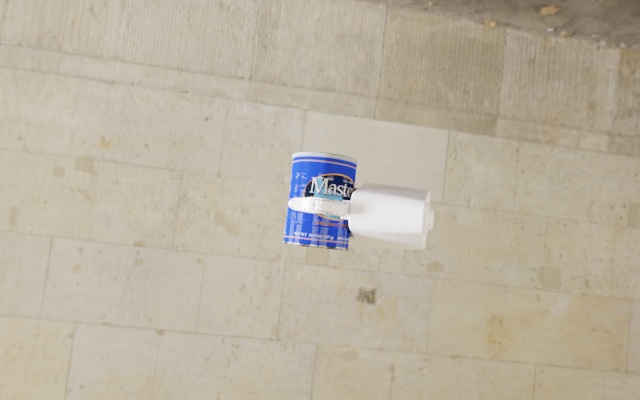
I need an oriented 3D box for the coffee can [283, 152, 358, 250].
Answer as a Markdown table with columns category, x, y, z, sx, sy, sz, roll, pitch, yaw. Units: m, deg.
| category | x | y | z | sx | sy | sz | roll | pitch | yaw |
| --- | --- | --- | --- | --- | --- | --- | --- | --- | --- |
| coffee can | 0.000 | 0.002 | 0.744 | 0.103 | 0.140 | 0.103 | 6 | -4 | 0 |
